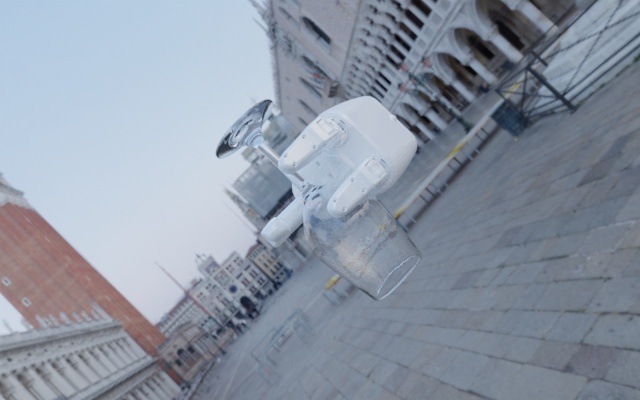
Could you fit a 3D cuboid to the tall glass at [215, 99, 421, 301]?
[{"bbox_3d":[-0.001,0.001,0.445,0.201,0.079,0.079,44,3,3],"label":"tall glass"}]
